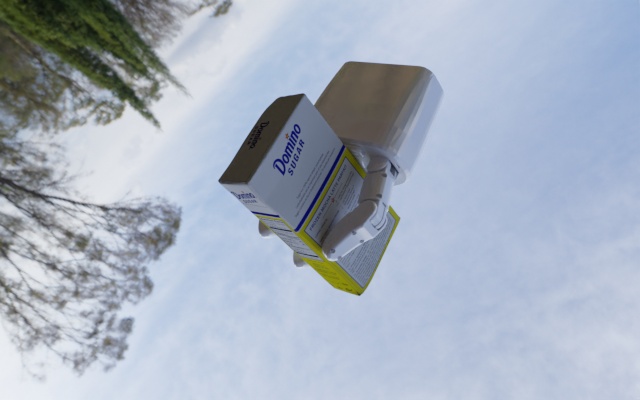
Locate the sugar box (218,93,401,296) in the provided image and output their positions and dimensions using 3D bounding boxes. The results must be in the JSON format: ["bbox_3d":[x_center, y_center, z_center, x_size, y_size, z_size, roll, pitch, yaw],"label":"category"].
[{"bbox_3d":[0.000,0.001,0.423,0.048,0.093,0.176,4,-34,46],"label":"sugar box"}]
